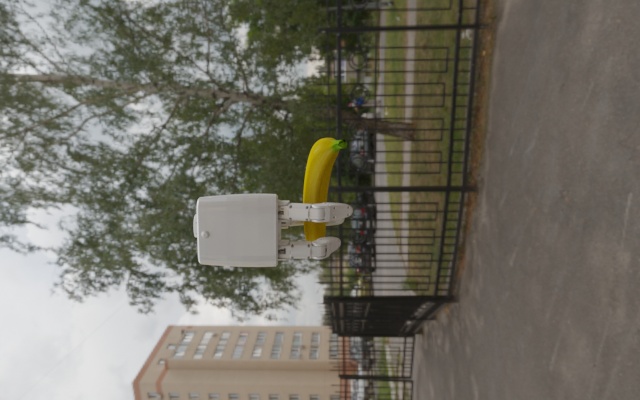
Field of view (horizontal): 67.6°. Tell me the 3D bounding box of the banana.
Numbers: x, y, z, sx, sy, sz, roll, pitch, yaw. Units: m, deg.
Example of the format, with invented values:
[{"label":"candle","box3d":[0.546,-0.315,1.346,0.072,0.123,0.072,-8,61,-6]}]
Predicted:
[{"label":"banana","box3d":[-0.003,-0.011,0.676,0.037,0.198,0.069,1,34,-14]}]
